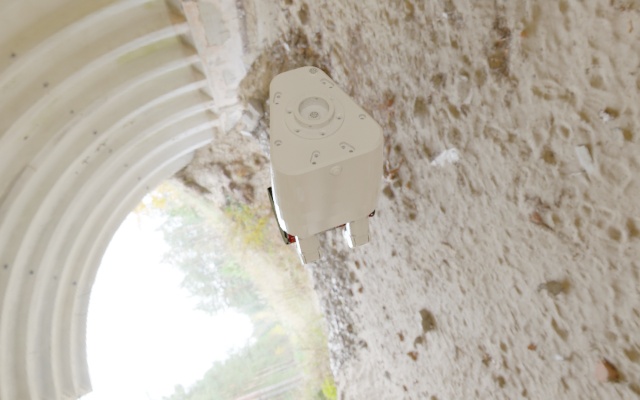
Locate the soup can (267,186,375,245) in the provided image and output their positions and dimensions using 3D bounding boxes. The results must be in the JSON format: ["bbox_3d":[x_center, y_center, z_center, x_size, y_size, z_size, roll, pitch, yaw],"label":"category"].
[{"bbox_3d":[0.000,0.002,0.522,0.102,0.068,0.068,-19,3,-8],"label":"soup can"}]
